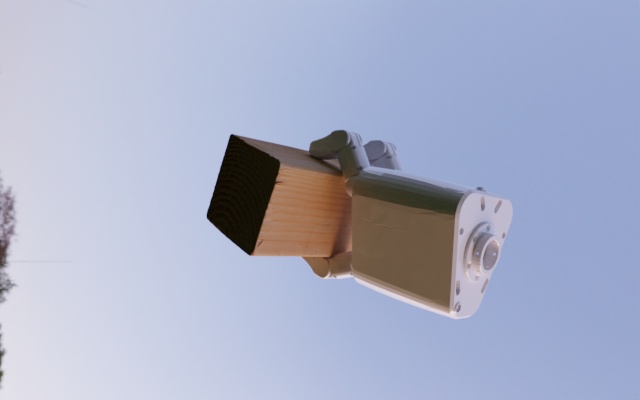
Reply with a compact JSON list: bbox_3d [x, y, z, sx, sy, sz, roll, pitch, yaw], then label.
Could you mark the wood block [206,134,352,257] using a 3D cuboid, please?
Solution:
[{"bbox_3d":[0.000,0.002,0.503,0.206,0.091,0.090,7,17,-44],"label":"wood block"}]
